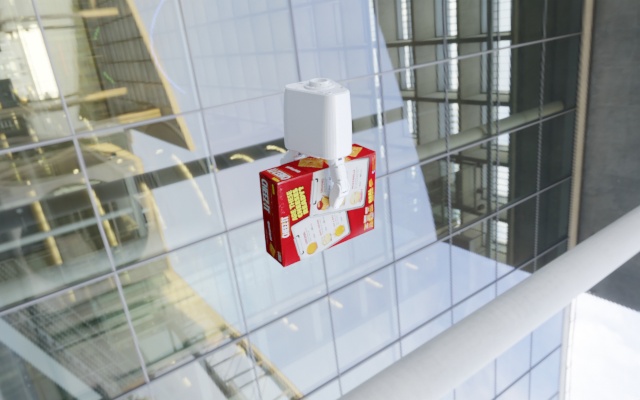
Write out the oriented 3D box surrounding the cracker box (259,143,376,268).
[{"bbox_3d":[0.000,0.003,0.862,0.213,0.164,0.072,-20,32,-31],"label":"cracker box"}]
